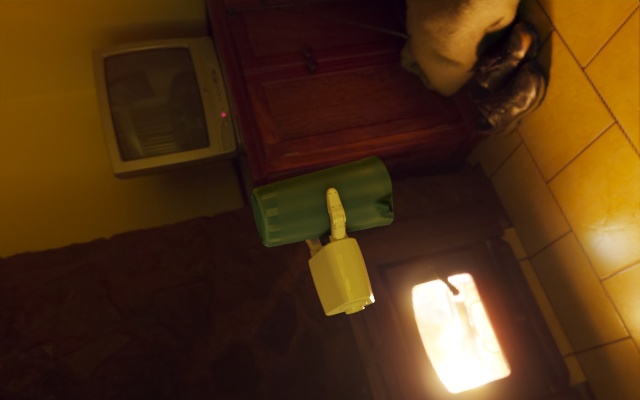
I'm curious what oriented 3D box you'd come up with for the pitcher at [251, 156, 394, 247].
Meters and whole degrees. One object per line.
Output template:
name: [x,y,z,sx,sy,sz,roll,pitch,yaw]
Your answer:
pitcher: [0.000,0.003,0.878,0.243,0.145,0.149,-12,-20,-14]
